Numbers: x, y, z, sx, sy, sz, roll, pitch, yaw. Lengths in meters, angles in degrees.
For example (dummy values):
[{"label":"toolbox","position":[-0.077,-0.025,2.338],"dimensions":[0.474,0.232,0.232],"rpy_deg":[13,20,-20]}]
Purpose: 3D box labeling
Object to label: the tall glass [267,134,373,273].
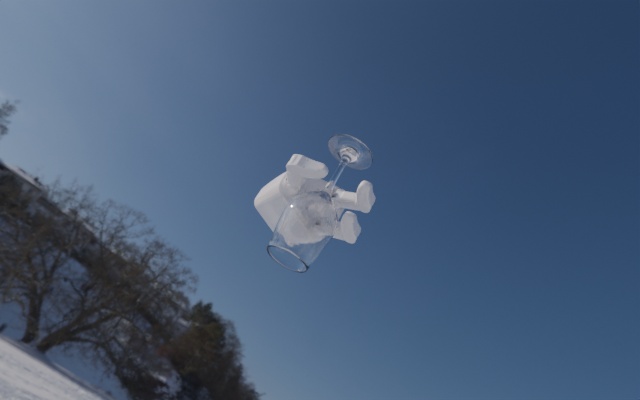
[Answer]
[{"label":"tall glass","position":[0.000,0.002,0.675],"dimensions":[0.079,0.201,0.079],"rpy_deg":[23,-29,14]}]
